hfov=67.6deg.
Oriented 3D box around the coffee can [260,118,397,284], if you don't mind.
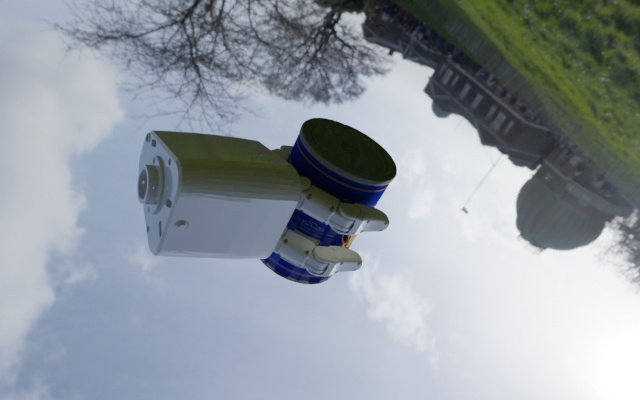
[{"bbox_3d":[0.000,0.001,0.494,0.103,0.140,0.102,21,31,-13],"label":"coffee can"}]
